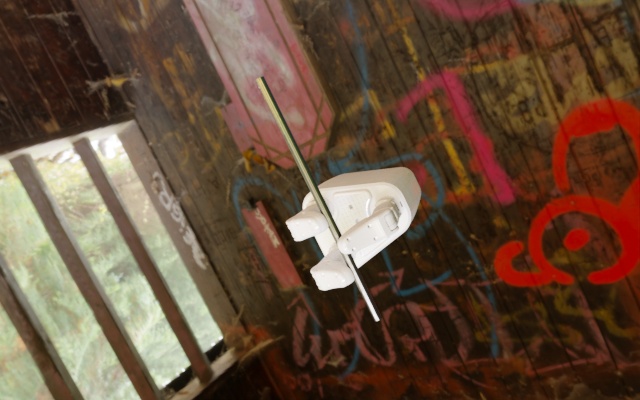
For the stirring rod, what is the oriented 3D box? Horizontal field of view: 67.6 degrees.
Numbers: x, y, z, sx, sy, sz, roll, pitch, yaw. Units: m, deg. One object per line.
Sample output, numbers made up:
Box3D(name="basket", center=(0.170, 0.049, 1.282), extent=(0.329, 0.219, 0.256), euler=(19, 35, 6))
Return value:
Box3D(name="stirring rod", center=(0.000, 0.001, 0.427), extent=(0.011, 0.239, 0.011), euler=(-26, 6, 3))
